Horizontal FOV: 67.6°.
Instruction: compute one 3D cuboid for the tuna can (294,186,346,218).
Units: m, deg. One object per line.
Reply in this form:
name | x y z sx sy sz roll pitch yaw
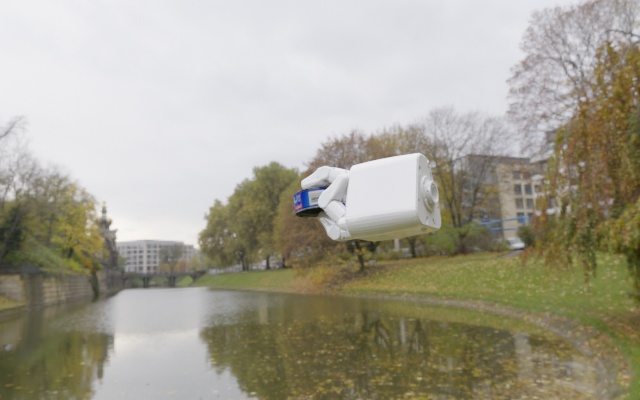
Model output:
tuna can | 0.000 0.002 0.771 0.086 0.033 0.086 -7 -11 -1
